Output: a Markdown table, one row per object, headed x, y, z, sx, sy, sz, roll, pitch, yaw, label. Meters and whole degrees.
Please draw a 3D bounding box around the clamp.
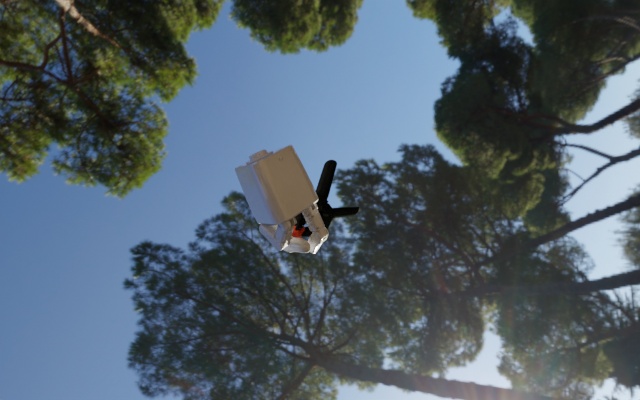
| x | y | z | sx | sy | sz | roll | pitch | yaw | label |
| --- | --- | --- | --- | --- | --- | --- | --- | --- | --- |
| 0.000 | 0.003 | 0.876 | 0.039 | 0.120 | 0.171 | -16 | 13 | 45 | clamp |
